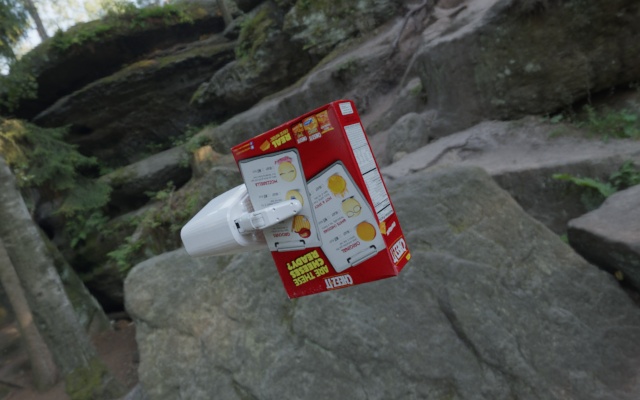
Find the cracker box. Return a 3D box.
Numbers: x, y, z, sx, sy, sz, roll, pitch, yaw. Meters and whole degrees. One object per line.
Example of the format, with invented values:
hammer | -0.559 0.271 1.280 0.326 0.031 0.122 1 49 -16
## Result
cracker box | 0.000 0.002 0.607 0.164 0.214 0.072 -19 5 32
